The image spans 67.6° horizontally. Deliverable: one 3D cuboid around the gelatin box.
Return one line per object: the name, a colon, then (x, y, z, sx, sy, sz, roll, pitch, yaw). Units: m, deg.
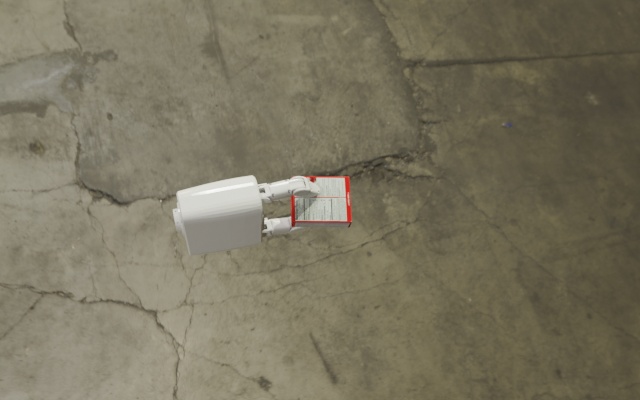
gelatin box: (0.001, 0.002, 0.710, 0.089, 0.073, 0.030, 0, -21, -6)
